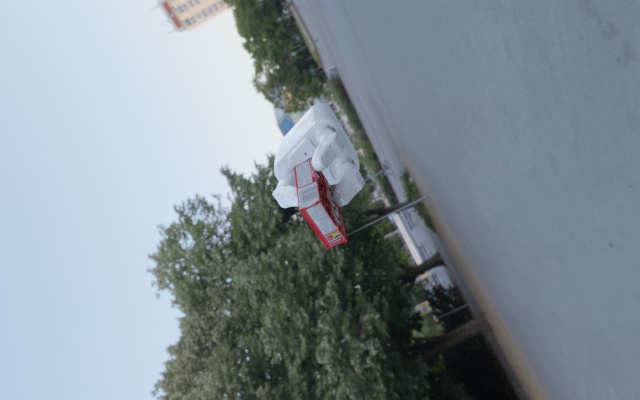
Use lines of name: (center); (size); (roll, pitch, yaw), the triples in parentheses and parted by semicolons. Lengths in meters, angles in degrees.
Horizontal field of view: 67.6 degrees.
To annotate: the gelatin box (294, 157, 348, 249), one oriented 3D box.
gelatin box: (0.000, 0.002, 0.572); (0.030, 0.073, 0.089); (-24, 37, 12)
